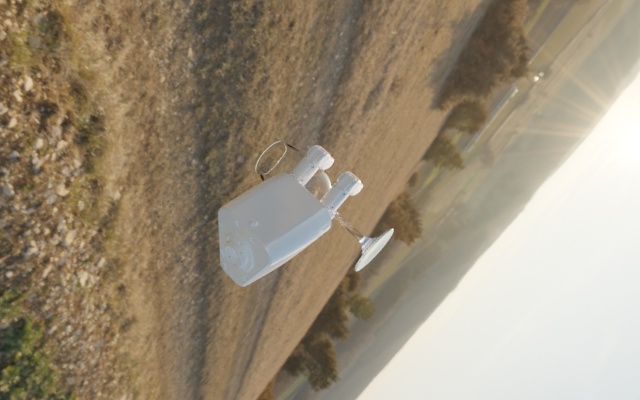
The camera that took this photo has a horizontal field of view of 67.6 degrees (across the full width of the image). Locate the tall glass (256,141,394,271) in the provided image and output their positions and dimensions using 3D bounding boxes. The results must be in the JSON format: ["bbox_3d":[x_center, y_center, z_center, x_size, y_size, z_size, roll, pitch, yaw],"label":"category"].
[{"bbox_3d":[0.001,0.003,0.656,0.201,0.079,0.079,42,15,17],"label":"tall glass"}]
